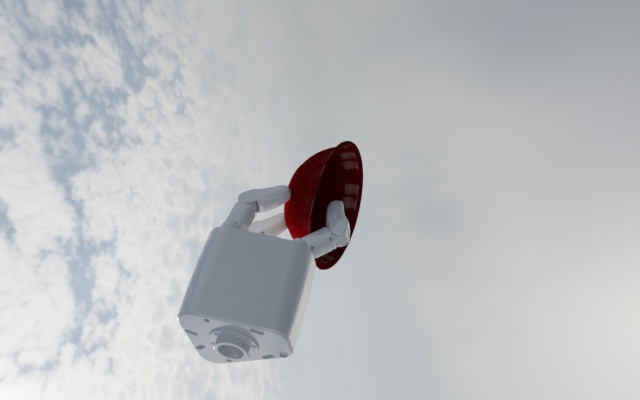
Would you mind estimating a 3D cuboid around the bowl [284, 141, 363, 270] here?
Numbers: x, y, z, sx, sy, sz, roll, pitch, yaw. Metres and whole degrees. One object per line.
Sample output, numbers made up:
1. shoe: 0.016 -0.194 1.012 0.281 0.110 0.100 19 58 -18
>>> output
1. bowl: 0.000 0.001 0.597 0.055 0.162 0.162 12 5 23
